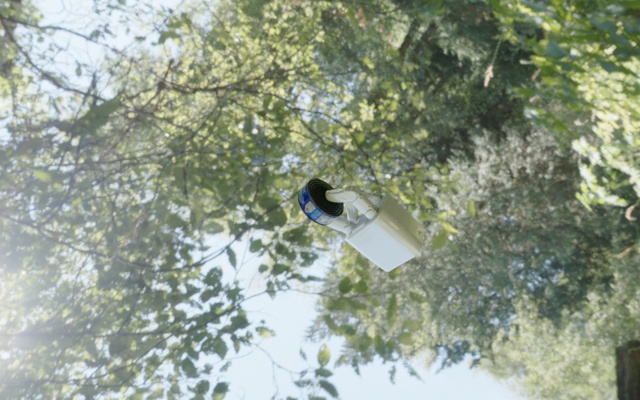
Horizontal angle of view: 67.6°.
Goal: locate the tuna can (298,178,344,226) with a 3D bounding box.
[{"bbox_3d":[0.000,0.003,0.877,0.086,0.086,0.034,0,-35,-50],"label":"tuna can"}]
